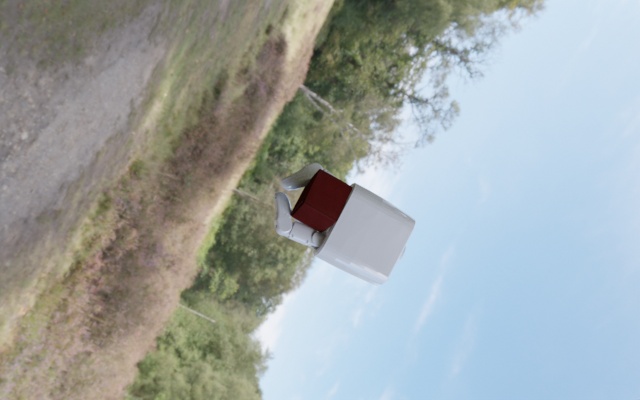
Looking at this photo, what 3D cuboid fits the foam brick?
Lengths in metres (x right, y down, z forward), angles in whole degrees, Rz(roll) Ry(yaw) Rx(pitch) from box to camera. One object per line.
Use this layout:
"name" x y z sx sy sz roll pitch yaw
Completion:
"foam brick" 0.000 0.002 0.633 0.051 0.053 0.078 29 -21 -6
